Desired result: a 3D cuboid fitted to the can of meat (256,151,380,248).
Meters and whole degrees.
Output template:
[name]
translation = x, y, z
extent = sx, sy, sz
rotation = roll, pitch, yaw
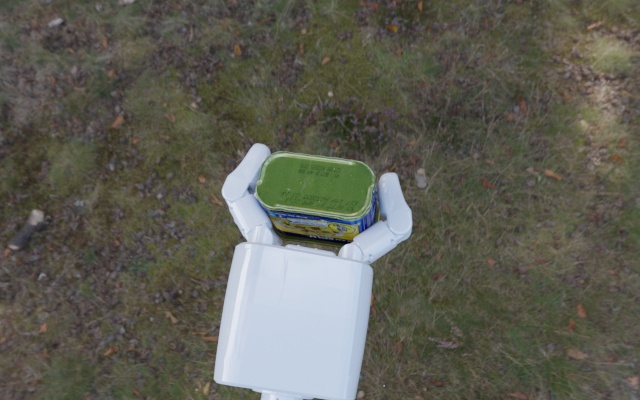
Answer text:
[can of meat]
translation = 0.000, 0.001, 0.420
extent = 0.102, 0.057, 0.084
rotation = 7, -19, 10
